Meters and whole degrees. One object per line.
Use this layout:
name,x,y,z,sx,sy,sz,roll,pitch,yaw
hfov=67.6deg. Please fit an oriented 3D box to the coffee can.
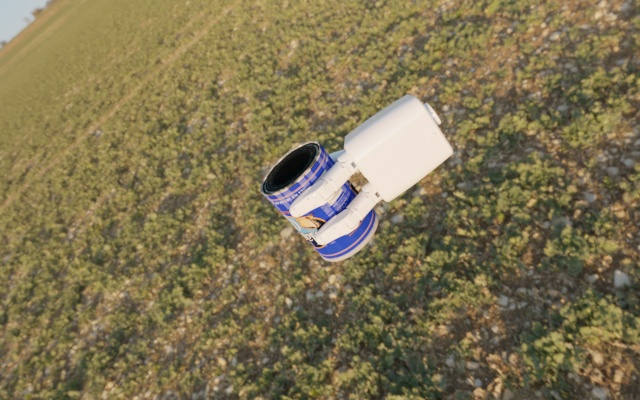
coffee can,0.000,0.002,0.665,0.103,0.102,0.140,0,-42,53
